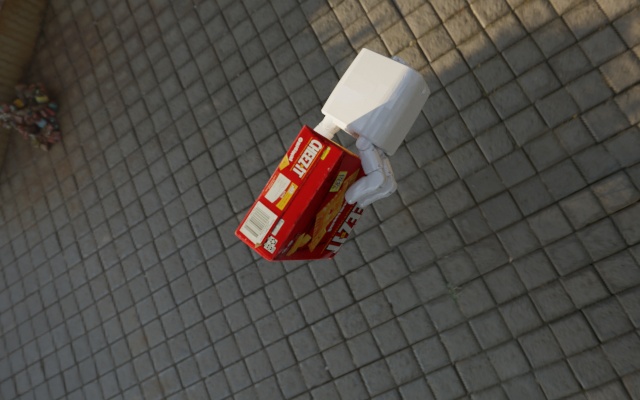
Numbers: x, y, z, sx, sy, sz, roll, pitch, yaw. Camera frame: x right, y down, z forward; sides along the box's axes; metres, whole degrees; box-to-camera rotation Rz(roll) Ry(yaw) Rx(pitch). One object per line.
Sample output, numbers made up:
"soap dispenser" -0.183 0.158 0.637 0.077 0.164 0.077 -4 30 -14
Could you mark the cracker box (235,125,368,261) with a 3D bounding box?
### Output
"cracker box" 0.000 0.002 0.666 0.072 0.164 0.214 37 8 21
